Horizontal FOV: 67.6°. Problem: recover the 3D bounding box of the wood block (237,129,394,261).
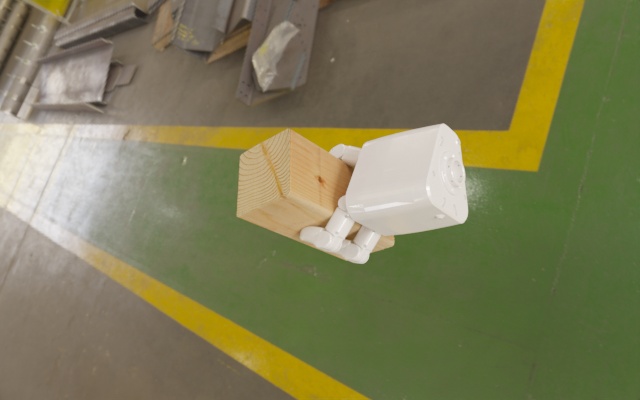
[{"bbox_3d":[0.000,0.002,0.625,0.090,0.090,0.206,-23,-34,35],"label":"wood block"}]
